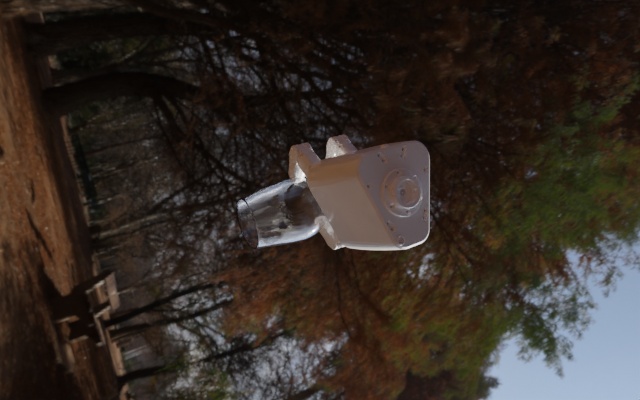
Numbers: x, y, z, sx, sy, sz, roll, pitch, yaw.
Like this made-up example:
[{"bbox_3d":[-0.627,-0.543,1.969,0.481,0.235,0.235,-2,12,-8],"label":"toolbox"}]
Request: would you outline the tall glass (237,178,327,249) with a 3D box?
[{"bbox_3d":[0.001,0.002,0.597,0.201,0.079,0.079,-17,7,-26],"label":"tall glass"}]
